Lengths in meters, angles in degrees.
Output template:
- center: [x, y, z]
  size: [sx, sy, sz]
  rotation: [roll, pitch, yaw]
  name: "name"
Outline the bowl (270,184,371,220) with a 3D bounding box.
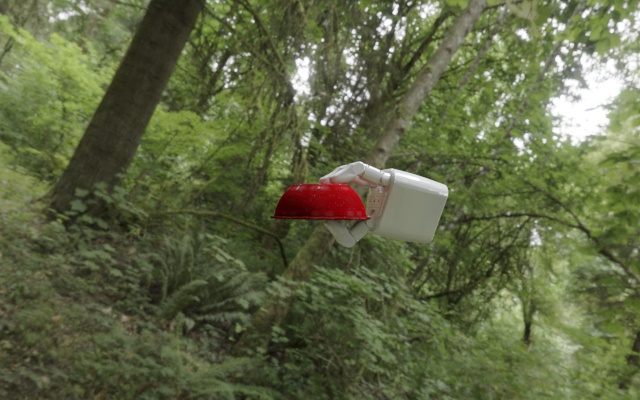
- center: [-0.001, 0.002, 0.761]
  size: [0.162, 0.055, 0.162]
  rotation: [0, -1, 0]
  name: "bowl"
